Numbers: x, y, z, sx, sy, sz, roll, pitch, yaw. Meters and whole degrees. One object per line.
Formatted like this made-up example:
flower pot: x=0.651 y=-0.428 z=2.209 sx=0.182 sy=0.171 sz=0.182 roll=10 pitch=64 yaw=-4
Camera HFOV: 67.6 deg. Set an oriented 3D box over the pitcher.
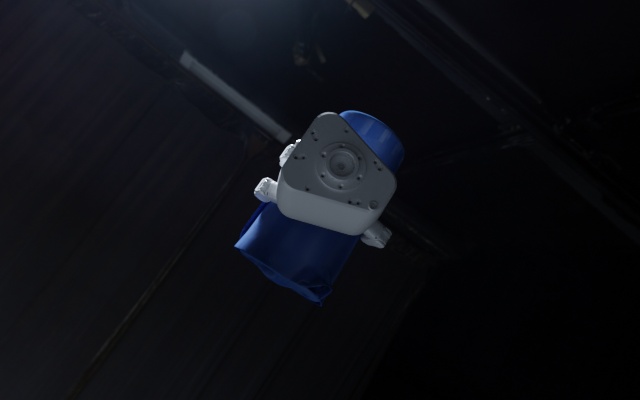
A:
pitcher: x=0.000 y=0.002 z=0.637 sx=0.149 sy=0.242 sz=0.145 roll=33 pitch=-14 yaw=4
